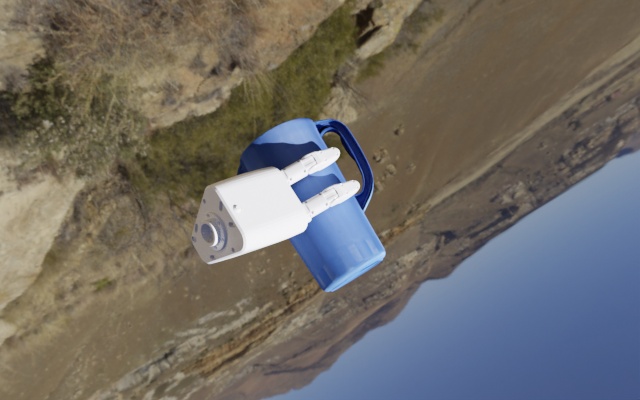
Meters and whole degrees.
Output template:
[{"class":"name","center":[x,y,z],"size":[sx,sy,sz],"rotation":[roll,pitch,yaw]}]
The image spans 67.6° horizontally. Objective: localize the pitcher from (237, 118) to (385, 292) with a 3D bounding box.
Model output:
[{"class":"pitcher","center":[0.000,0.002,0.716],"size":[0.145,0.242,0.149],"rotation":[-19,-17,-46]}]
